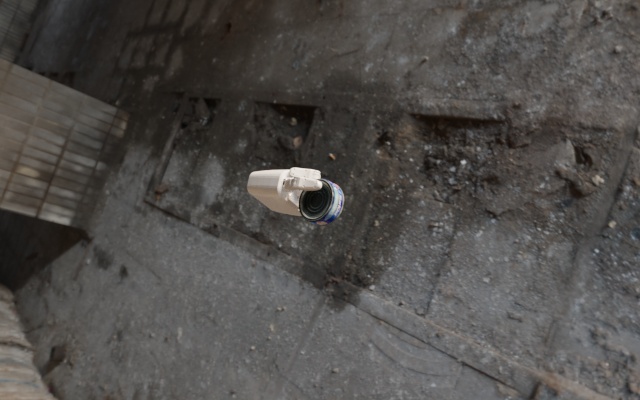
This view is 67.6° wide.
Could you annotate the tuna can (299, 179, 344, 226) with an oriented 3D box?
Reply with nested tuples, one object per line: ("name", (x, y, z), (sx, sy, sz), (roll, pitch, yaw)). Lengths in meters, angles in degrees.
("tuna can", (0.000, 0.003, 0.898), (0.086, 0.086, 0.034), (0, -16, 39))
